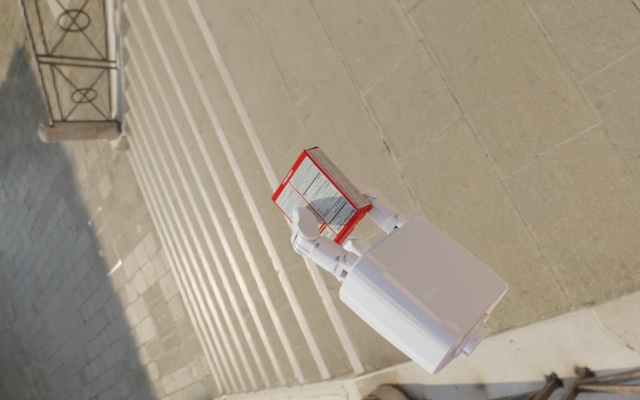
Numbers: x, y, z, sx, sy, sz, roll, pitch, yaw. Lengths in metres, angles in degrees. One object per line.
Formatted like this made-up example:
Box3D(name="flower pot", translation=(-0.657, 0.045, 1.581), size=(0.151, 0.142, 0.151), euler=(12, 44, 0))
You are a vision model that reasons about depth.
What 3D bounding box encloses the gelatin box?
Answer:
Box3D(name="gelatin box", translation=(0.000, 0.001, 0.490), size=(0.030, 0.089, 0.073), euler=(-21, -26, -52))
